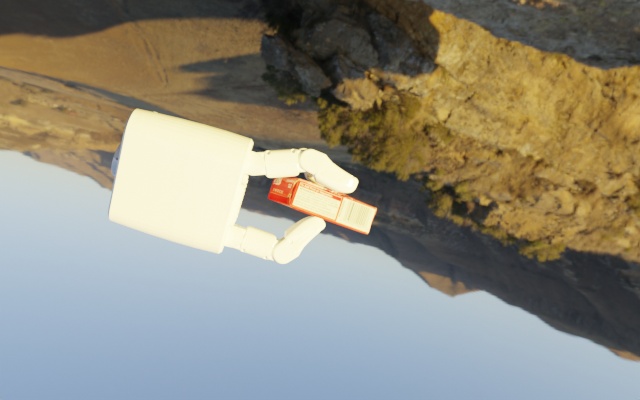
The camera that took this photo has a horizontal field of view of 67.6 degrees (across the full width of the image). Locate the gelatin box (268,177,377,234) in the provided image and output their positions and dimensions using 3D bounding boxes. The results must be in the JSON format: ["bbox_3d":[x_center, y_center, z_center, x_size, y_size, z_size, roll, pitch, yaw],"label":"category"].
[{"bbox_3d":[0.000,0.002,0.476,0.089,0.030,0.073,20,-1,-21],"label":"gelatin box"}]
